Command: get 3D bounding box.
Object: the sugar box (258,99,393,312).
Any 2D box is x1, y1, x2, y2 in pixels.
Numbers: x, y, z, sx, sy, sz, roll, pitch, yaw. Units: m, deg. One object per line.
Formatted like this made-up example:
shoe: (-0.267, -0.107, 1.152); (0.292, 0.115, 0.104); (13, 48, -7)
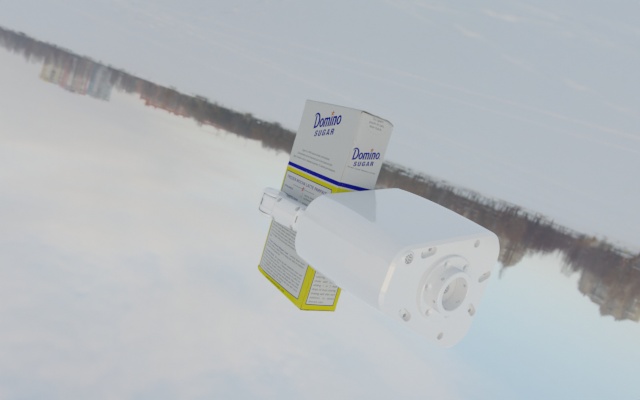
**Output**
sugar box: (0.001, 0.002, 0.440); (0.048, 0.176, 0.093); (15, 8, -36)
